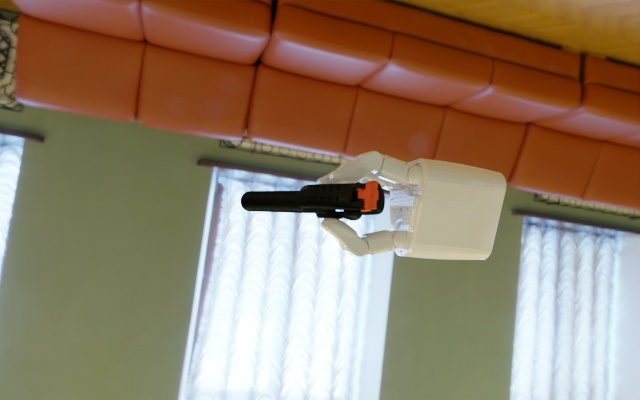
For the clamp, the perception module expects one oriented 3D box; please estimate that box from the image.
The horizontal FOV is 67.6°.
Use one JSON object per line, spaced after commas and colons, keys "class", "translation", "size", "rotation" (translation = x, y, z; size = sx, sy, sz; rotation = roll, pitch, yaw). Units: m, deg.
{"class": "clamp", "translation": [0.000, 0.003, 0.536], "size": [0.164, 0.036, 0.210], "rotation": [4, -5, -15]}
